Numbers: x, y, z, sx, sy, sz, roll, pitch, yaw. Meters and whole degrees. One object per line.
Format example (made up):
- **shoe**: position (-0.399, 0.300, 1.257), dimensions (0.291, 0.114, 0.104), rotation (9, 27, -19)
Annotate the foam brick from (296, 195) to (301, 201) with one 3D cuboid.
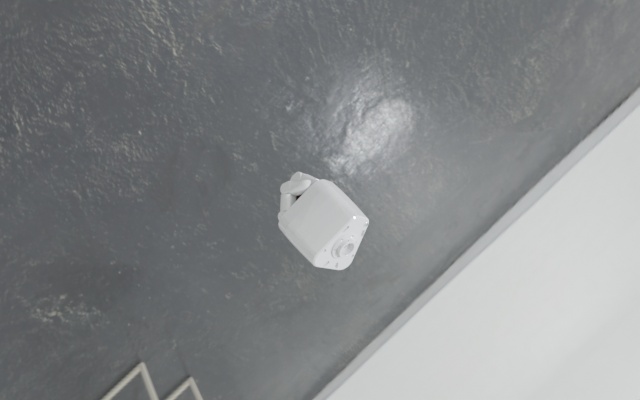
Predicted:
- **foam brick**: position (0.000, 0.003, 0.866), dimensions (0.078, 0.053, 0.051), rotation (17, 20, -47)
